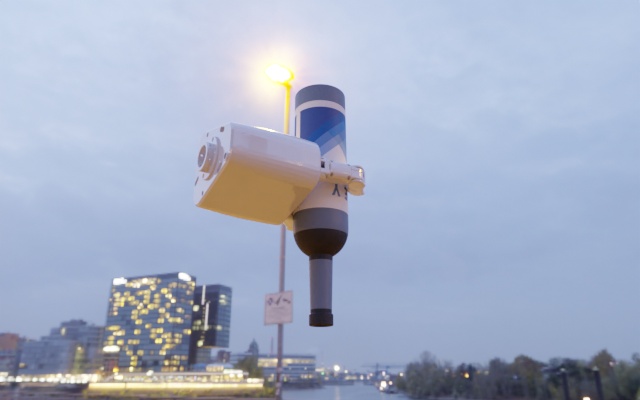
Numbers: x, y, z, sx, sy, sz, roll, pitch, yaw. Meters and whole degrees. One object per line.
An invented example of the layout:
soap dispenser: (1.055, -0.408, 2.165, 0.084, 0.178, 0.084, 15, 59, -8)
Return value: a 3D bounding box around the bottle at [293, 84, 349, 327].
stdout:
bottle: (0.000, 0.002, 0.582, 0.069, 0.295, 0.069, 0, -20, 0)
